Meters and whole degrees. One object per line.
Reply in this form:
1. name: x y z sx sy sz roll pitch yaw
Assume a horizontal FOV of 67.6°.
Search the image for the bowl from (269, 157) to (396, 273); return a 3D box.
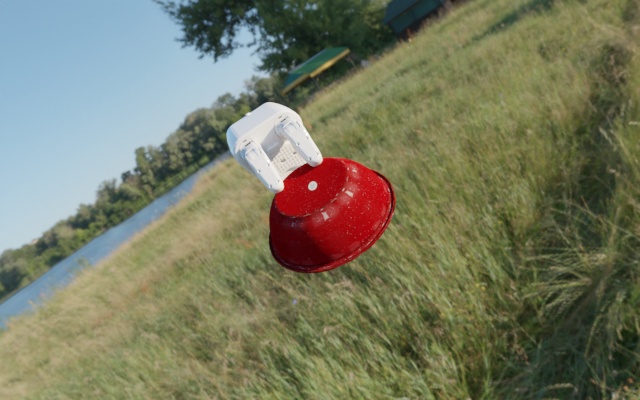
1. bowl: 0.001 0.002 0.543 0.162 0.162 0.055 0 -42 34
